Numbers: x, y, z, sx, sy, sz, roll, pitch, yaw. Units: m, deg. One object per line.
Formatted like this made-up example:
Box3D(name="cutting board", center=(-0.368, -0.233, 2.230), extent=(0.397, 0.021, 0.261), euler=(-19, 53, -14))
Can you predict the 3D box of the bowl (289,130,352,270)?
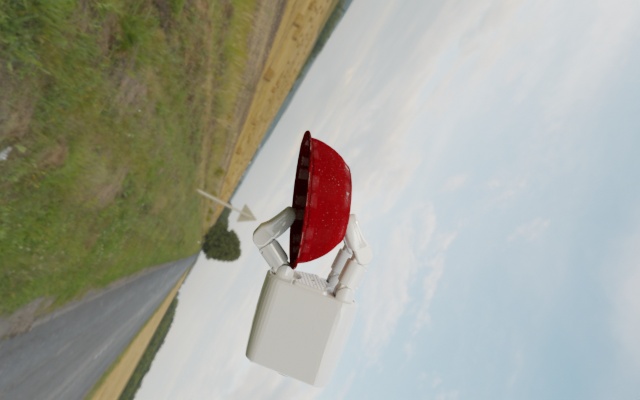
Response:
Box3D(name="bowl", center=(0.001, 0.001, 0.555), extent=(0.055, 0.162, 0.162), euler=(6, -1, -8))
